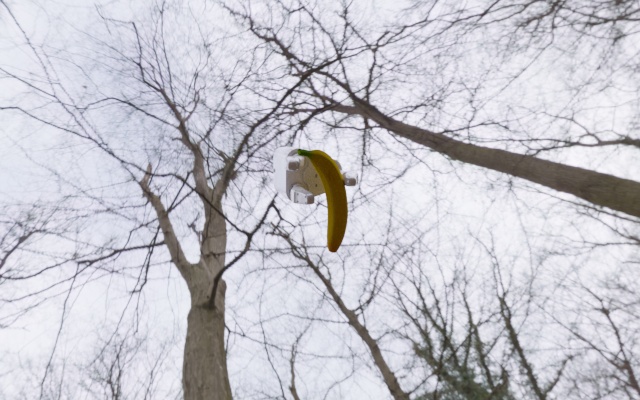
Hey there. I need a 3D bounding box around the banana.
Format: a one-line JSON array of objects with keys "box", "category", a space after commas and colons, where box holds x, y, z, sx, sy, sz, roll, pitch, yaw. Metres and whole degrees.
[{"box": [0.015, -0.008, 0.823, 0.069, 0.198, 0.037, -26, 20, -20], "category": "banana"}]
